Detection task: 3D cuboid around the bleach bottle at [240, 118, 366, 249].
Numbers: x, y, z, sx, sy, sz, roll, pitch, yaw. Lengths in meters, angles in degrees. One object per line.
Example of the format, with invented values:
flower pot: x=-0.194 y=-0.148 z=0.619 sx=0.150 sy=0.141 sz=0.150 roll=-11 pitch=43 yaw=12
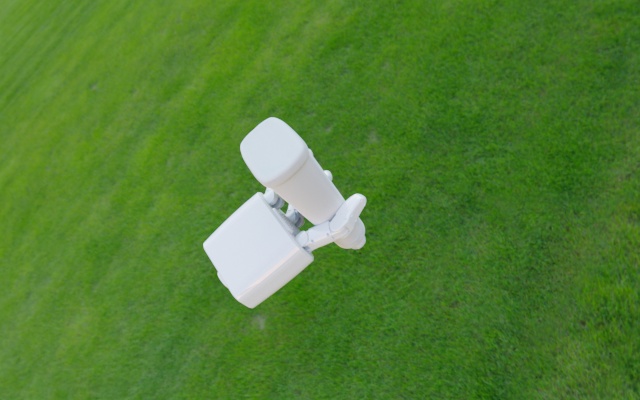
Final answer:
bleach bottle: x=0.000 y=0.002 z=0.631 sx=0.251 sy=0.068 sz=0.102 roll=47 pitch=2 yaw=-45
